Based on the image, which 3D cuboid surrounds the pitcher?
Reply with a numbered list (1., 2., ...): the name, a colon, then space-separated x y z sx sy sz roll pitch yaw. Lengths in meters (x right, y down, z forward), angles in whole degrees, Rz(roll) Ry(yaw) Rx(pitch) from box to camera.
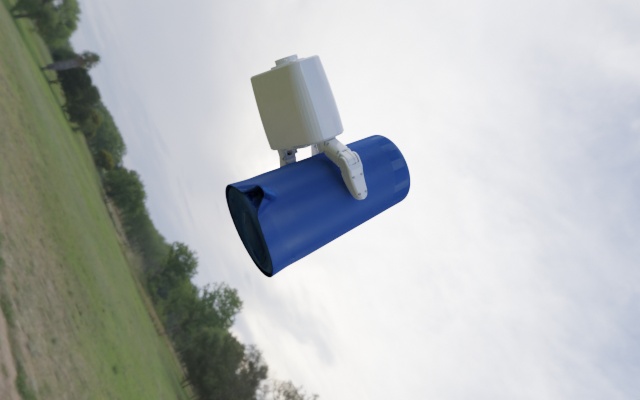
1. pitcher: 0.000 0.002 0.671 0.243 0.145 0.149 -24 16 -22
